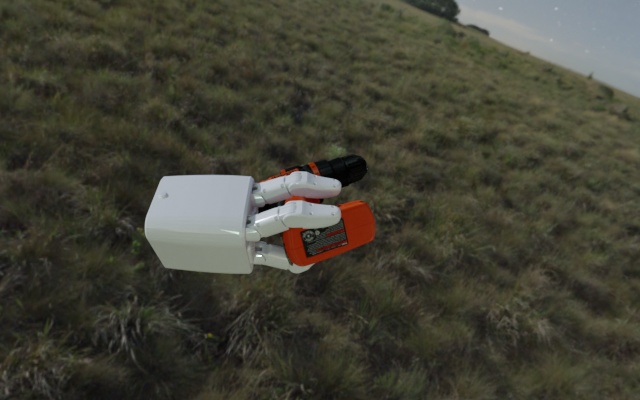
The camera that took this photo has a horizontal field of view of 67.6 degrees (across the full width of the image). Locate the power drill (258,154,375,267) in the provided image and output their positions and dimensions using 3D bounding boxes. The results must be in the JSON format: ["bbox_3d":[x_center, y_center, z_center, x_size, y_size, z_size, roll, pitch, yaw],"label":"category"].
[{"bbox_3d":[0.000,0.002,0.608,0.184,0.057,0.187,-21,25,-9],"label":"power drill"}]
